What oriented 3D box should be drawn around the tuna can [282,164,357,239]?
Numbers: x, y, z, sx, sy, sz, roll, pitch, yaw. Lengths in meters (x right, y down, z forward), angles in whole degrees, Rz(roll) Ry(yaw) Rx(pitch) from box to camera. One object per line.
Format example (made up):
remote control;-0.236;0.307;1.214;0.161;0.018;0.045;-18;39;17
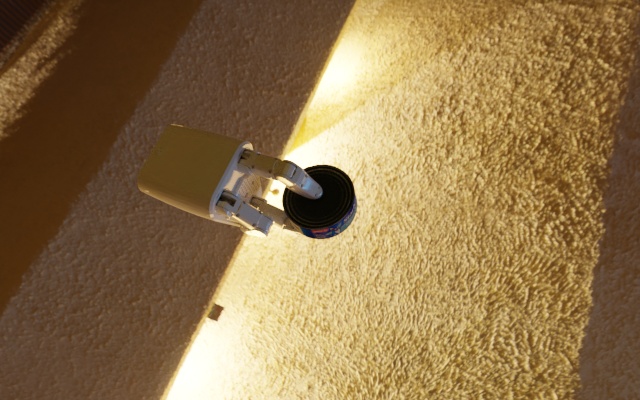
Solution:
tuna can;0.000;0.002;0.563;0.086;0.086;0.034;0;-29;13
